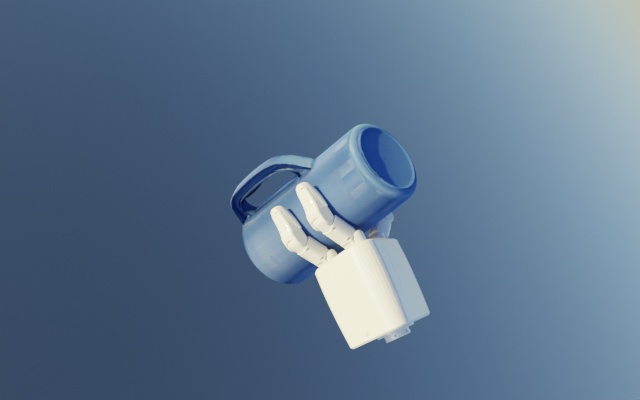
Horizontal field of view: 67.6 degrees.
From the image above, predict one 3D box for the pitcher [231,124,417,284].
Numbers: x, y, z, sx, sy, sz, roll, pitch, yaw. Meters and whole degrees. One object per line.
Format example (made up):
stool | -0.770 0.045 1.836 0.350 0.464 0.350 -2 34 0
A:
pitcher | 0.000 0.002 0.638 0.149 0.145 0.243 -6 -25 -45
